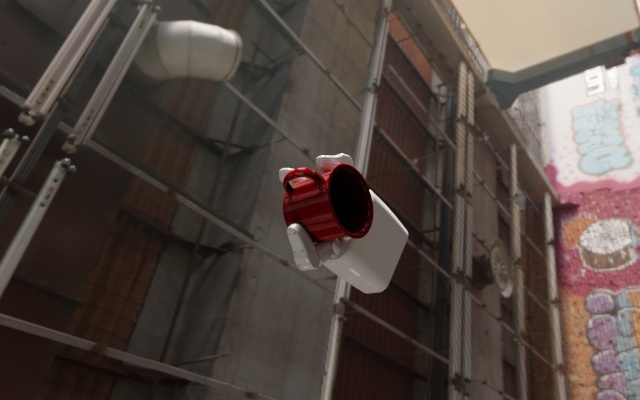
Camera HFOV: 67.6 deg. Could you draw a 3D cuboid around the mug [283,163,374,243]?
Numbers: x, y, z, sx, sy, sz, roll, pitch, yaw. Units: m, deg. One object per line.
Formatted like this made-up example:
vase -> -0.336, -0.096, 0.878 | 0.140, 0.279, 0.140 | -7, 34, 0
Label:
mug -> -0.001, 0.001, 0.591 | 0.081, 0.093, 0.117 | -15, -43, 37
